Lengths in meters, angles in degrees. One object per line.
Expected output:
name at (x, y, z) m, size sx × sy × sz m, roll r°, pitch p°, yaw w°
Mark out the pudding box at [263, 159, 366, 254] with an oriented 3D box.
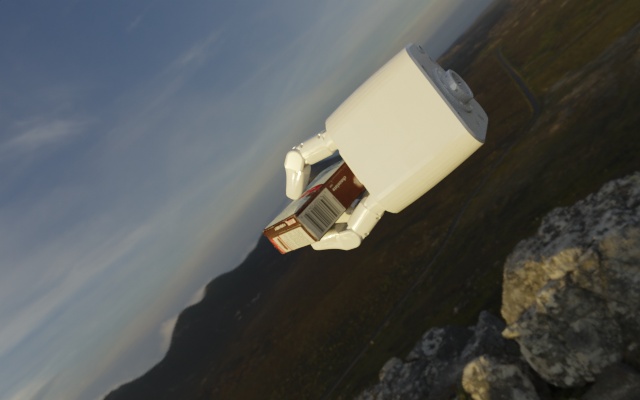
pudding box at (0.000, 0.002, 0.509) m, size 0.113 × 0.039 × 0.090 m, roll -45°, pitch 8°, yaw -29°
